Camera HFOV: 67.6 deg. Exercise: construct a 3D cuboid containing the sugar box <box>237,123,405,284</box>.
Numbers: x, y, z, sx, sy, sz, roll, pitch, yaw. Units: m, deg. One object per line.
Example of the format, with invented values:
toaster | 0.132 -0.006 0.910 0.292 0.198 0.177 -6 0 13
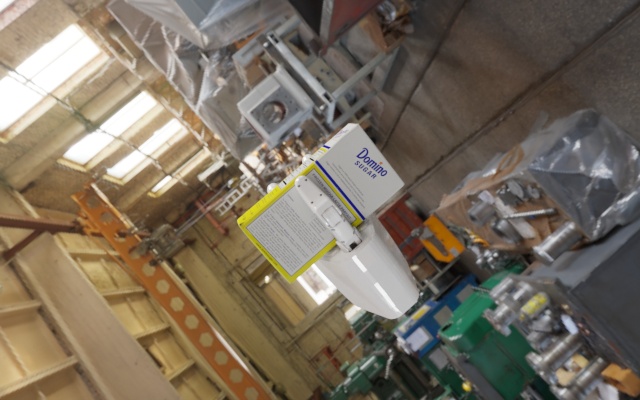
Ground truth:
sugar box | 0.000 0.002 0.552 0.176 0.093 0.048 -41 16 -4
